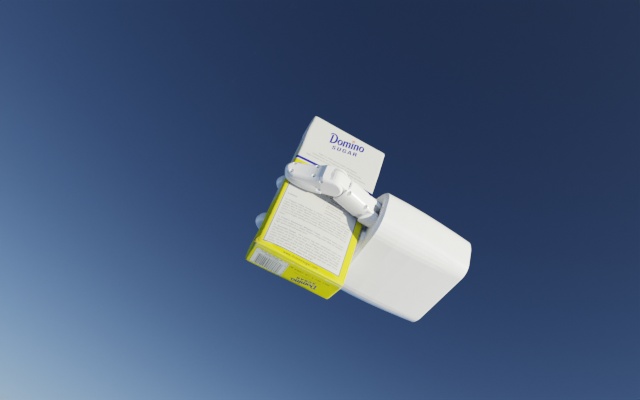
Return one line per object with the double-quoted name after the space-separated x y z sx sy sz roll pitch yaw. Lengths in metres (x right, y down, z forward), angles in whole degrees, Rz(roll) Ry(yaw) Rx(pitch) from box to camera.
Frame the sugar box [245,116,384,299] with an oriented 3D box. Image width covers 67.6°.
0.000 0.002 0.496 0.093 0.176 0.048 28 -39 -8 "sugar box"
